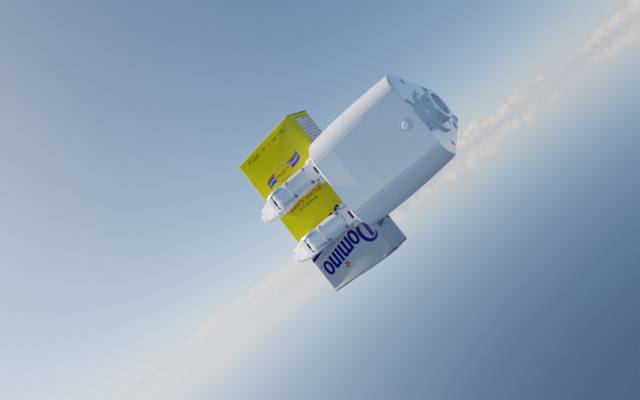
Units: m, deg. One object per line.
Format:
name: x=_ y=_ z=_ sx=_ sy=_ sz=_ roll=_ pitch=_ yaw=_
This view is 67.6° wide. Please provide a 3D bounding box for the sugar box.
sugar box: x=0.000 y=0.002 z=0.514 sx=0.093 sy=0.176 sz=0.048 roll=-41 pitch=-7 yaw=32
